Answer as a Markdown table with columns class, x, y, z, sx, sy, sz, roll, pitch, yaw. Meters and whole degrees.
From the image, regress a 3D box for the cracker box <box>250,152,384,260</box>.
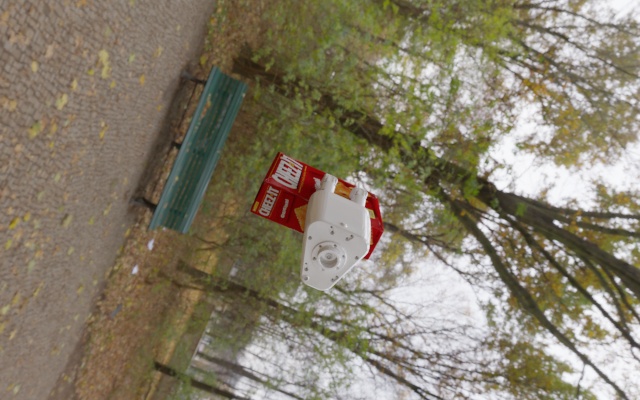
| class | x | y | z | sx | sy | sz | roll | pitch | yaw |
| --- | --- | --- | --- | --- | --- | --- | --- | --- | --- |
| cracker box | 0.000 | 0.003 | 0.846 | 0.214 | 0.072 | 0.164 | 24 | 21 | -6 |
